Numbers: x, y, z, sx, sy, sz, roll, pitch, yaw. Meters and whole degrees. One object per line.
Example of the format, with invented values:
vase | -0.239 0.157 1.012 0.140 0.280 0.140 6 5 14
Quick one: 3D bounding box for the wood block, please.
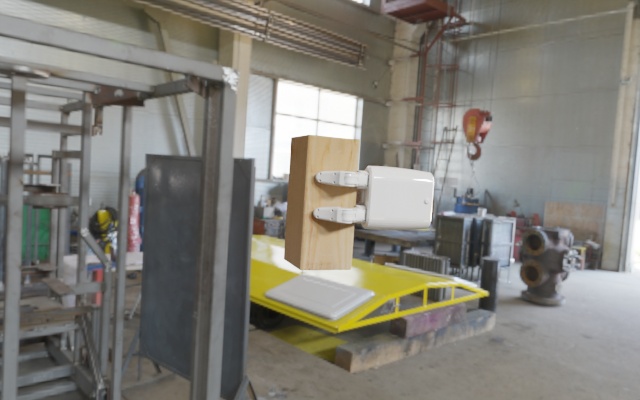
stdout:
wood block | 0.000 0.002 0.775 0.090 0.206 0.091 2 4 -21
